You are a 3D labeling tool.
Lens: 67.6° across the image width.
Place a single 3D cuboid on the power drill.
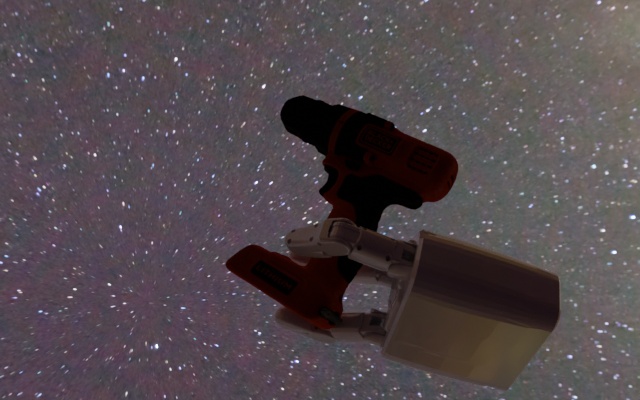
[{"bbox_3d":[0.000,0.002,0.425,0.184,0.187,0.057,28,-11,29],"label":"power drill"}]
